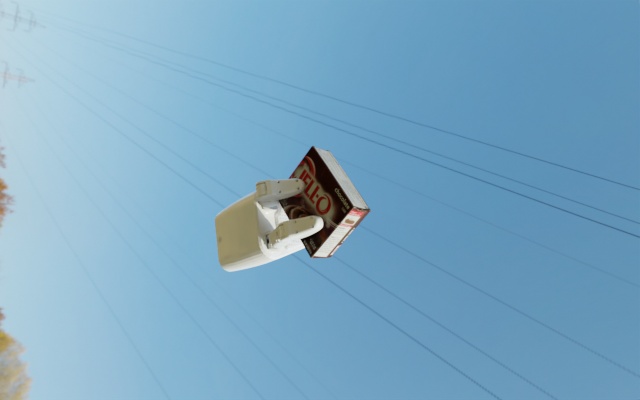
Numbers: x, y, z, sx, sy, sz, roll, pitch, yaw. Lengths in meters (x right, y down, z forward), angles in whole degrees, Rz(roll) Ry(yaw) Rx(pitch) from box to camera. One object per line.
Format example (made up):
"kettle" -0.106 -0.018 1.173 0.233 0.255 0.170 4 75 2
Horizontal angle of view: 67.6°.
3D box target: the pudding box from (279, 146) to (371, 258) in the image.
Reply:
"pudding box" 0.000 0.002 0.596 0.039 0.090 0.113 7 40 -46
